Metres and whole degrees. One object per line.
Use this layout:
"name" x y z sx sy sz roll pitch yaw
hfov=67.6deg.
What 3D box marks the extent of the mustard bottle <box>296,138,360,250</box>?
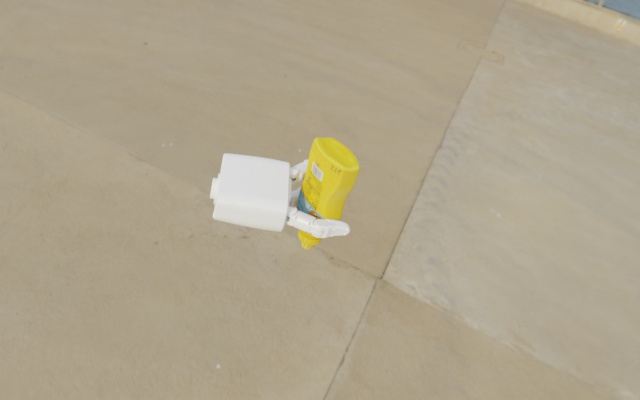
"mustard bottle" 0.001 0.002 0.768 0.058 0.192 0.096 -6 40 -33
